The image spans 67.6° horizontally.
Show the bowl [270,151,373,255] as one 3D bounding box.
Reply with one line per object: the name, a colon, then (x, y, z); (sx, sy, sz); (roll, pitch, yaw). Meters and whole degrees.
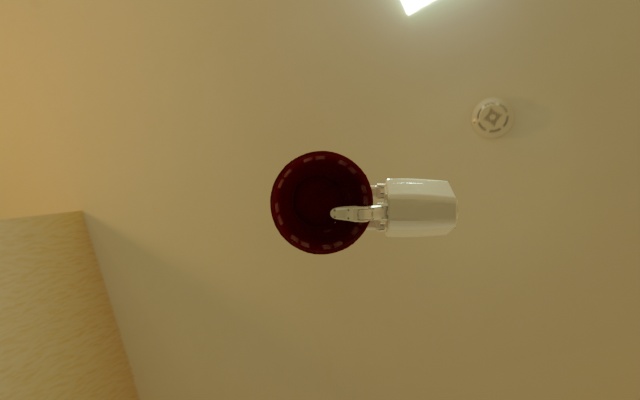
bowl: (-0.001, 0.002, 0.765); (0.162, 0.162, 0.055); (0, 4, -6)
